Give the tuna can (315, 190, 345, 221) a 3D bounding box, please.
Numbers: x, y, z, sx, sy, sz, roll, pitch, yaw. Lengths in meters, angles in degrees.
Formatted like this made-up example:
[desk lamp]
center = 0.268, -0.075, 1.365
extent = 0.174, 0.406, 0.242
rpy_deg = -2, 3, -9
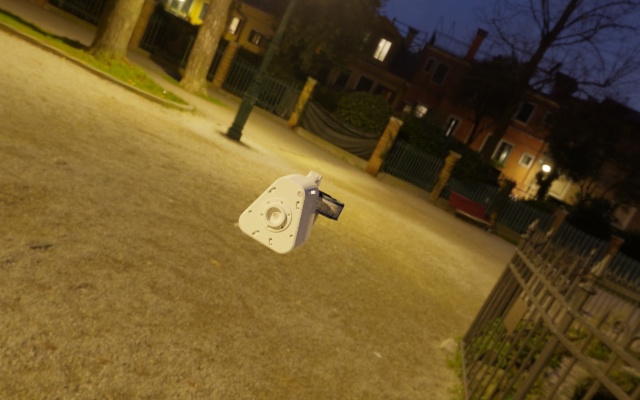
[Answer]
[tuna can]
center = 0.000, 0.002, 0.869
extent = 0.086, 0.034, 0.086
rpy_deg = 27, 4, -2
